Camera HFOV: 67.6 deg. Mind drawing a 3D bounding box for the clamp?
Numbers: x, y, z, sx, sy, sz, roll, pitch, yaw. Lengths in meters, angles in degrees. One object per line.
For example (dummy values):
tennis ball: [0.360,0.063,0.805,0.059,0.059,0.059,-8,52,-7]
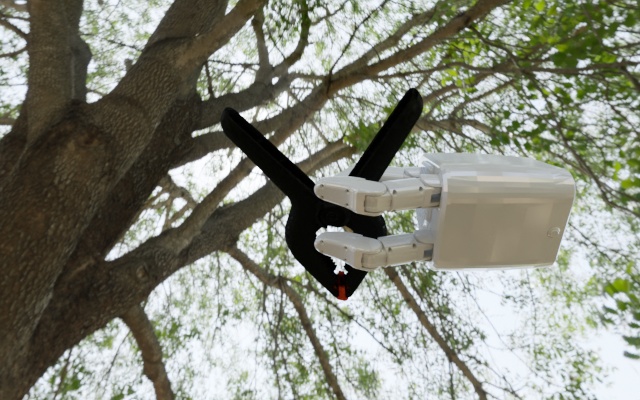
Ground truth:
clamp: [0.000,0.001,0.431,0.164,0.210,0.036,2,30,3]
